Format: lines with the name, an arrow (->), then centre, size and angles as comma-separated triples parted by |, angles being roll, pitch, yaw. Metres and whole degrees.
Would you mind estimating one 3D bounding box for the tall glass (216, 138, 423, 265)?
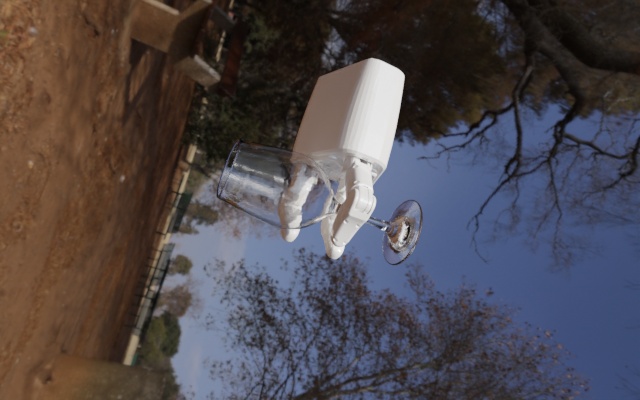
tall glass -> 0.001, 0.002, 0.487 | 0.201, 0.079, 0.079 | 20, -7, -18
